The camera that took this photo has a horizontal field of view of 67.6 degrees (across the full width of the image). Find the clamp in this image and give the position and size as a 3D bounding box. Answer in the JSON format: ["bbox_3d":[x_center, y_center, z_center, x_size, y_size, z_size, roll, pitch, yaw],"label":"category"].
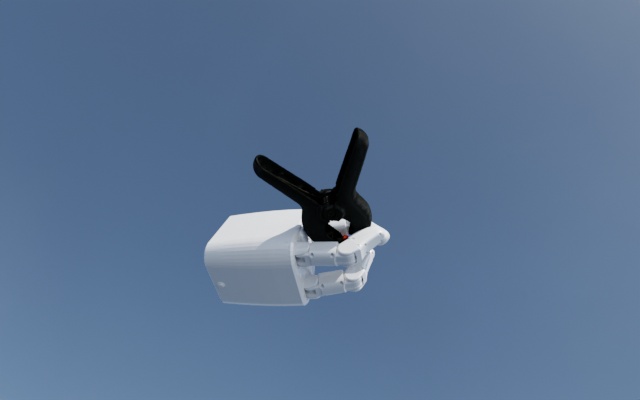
[{"bbox_3d":[0.000,0.001,0.523,0.120,0.172,0.039,-3,39,11],"label":"clamp"}]
